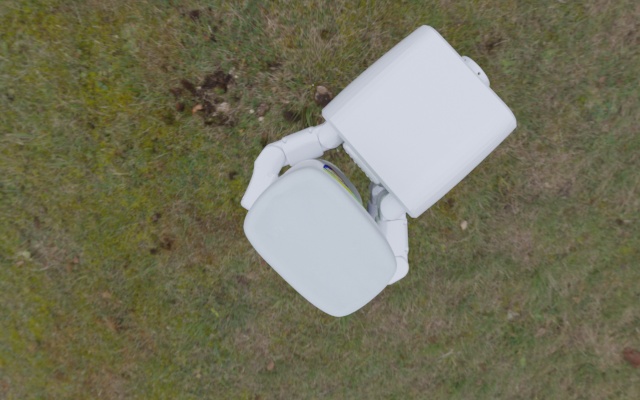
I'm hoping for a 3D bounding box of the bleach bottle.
[{"bbox_3d":[0.000,0.001,0.416,0.068,0.102,0.250,-41,11,8],"label":"bleach bottle"}]
